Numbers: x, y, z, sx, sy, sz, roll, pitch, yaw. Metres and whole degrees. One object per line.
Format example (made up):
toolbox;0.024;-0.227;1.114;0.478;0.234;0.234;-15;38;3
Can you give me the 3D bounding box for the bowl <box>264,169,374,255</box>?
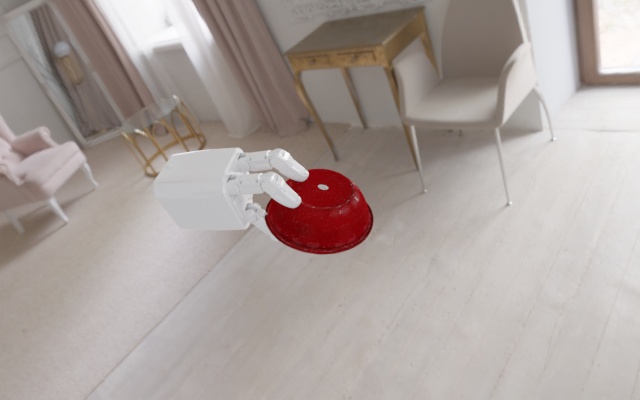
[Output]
bowl;0.001;0.002;0.690;0.162;0.055;0.162;3;39;-3
